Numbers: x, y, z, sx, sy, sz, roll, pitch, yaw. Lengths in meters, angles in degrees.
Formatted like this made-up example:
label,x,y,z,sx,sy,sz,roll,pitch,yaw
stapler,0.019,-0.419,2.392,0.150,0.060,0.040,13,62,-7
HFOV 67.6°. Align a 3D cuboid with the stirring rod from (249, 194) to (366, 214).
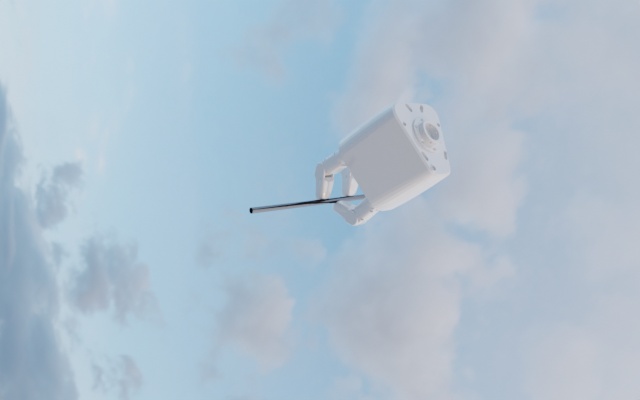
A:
label,x,y,z,sx,sy,sz,roll,pitch,yaw
stirring rod,0.000,0.002,0.692,0.239,0.011,0.011,-7,5,-42
